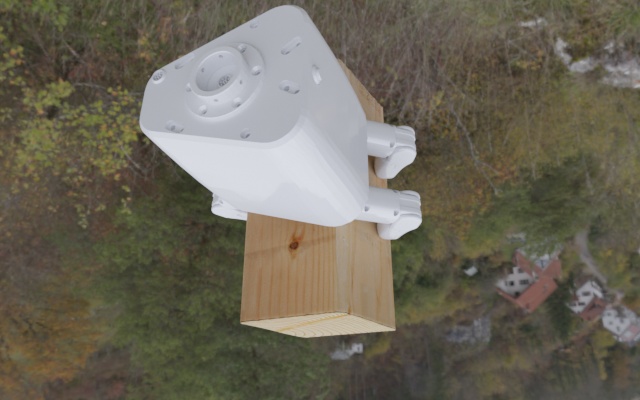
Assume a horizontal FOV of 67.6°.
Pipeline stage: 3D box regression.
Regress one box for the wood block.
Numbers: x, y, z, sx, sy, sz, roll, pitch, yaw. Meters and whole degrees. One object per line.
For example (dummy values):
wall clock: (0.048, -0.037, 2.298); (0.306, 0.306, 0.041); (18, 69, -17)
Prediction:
wood block: (0.000, 0.001, 0.402); (0.091, 0.206, 0.090); (-14, -27, 30)
